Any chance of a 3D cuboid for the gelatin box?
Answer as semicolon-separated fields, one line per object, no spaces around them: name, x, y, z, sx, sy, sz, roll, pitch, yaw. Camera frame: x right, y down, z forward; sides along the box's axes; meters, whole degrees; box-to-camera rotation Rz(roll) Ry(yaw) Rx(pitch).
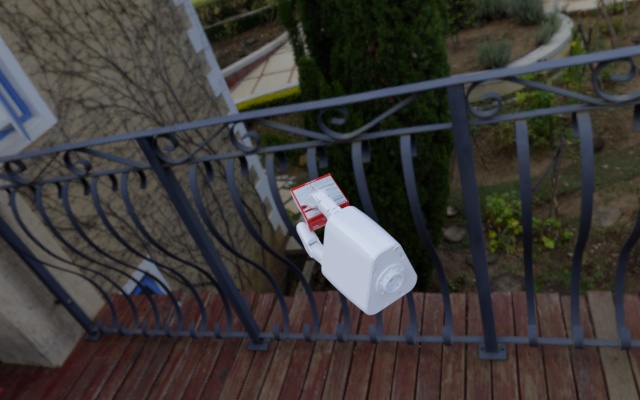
gelatin box;0.000;0.002;0.777;0.073;0.030;0.089;-23;42;-7
